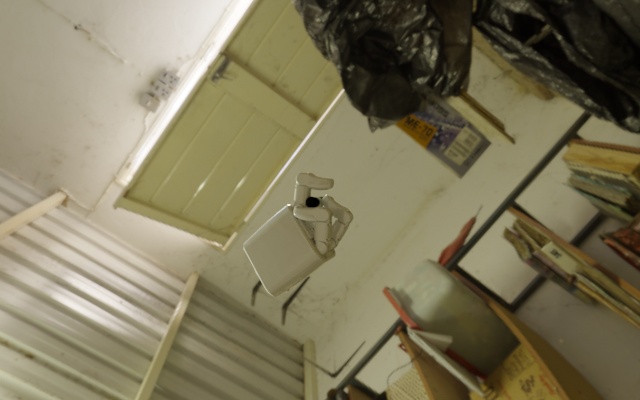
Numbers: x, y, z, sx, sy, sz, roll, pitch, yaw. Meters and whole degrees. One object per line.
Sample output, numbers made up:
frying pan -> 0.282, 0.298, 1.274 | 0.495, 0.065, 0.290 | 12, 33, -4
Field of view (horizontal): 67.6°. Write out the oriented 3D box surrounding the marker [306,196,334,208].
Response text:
marker -> 0.000, 0.003, 0.802 | 0.020, 0.020, 0.121 | 0, 1, 15
